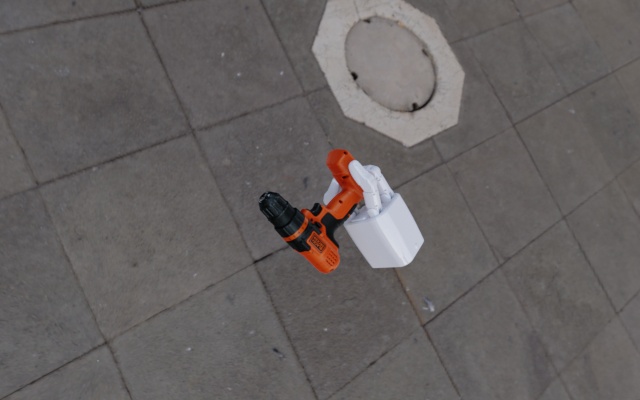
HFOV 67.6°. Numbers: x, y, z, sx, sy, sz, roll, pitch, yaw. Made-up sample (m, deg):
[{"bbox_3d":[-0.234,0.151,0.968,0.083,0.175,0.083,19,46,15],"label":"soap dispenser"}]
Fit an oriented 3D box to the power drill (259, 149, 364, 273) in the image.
[{"bbox_3d":[0.001,0.003,0.814,0.057,0.187,0.184,3,-39,53],"label":"power drill"}]
